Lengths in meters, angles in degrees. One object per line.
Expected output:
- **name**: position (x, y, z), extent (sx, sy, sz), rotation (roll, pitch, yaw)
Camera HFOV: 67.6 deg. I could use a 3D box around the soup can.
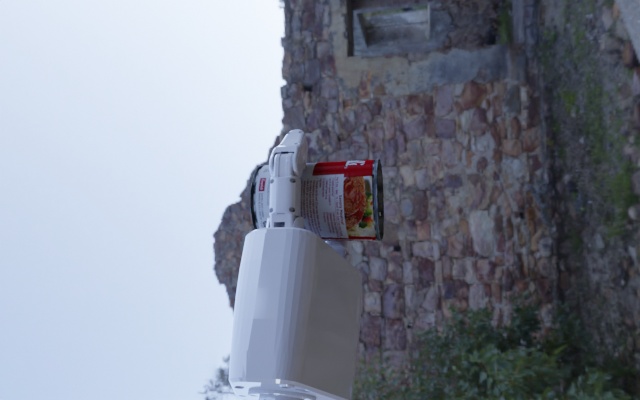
- **soup can**: position (0.000, 0.001, 0.402), extent (0.102, 0.068, 0.068), rotation (-2, 0, 12)
